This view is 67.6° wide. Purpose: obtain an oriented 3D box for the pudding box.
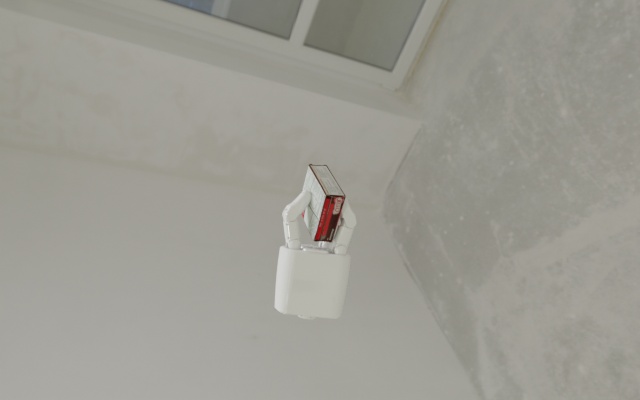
[{"bbox_3d":[0.000,0.003,0.799,0.039,0.090,0.113,4,30,-22],"label":"pudding box"}]
